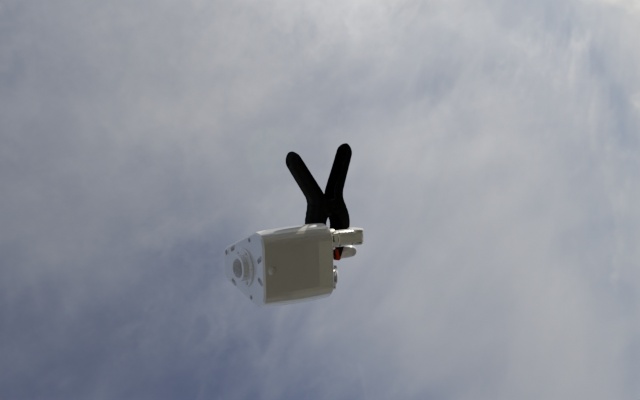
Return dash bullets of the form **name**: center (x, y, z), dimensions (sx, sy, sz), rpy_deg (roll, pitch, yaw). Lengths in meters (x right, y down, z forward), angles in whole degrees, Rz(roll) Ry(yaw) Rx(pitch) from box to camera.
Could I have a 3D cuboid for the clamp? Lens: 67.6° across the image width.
- **clamp**: center (0.000, 0.002, 0.679), dimensions (0.120, 0.171, 0.039), rpy_deg (-3, 2, -38)
